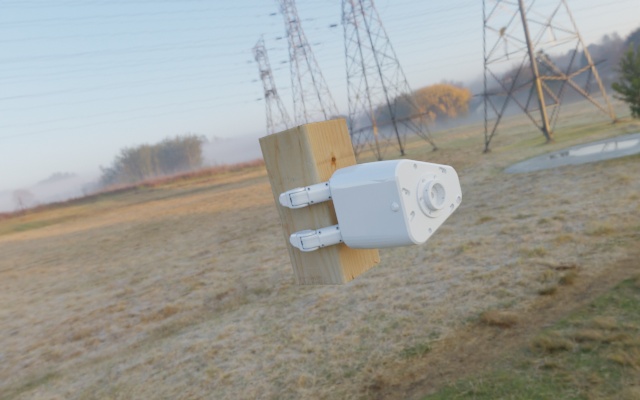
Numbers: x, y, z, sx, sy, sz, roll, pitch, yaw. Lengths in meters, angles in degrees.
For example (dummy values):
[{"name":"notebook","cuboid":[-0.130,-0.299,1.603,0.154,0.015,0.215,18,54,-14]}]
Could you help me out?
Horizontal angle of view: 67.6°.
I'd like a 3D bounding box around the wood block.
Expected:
[{"name":"wood block","cuboid":[0.001,0.002,0.651,0.090,0.206,0.091,-10,7,41]}]
